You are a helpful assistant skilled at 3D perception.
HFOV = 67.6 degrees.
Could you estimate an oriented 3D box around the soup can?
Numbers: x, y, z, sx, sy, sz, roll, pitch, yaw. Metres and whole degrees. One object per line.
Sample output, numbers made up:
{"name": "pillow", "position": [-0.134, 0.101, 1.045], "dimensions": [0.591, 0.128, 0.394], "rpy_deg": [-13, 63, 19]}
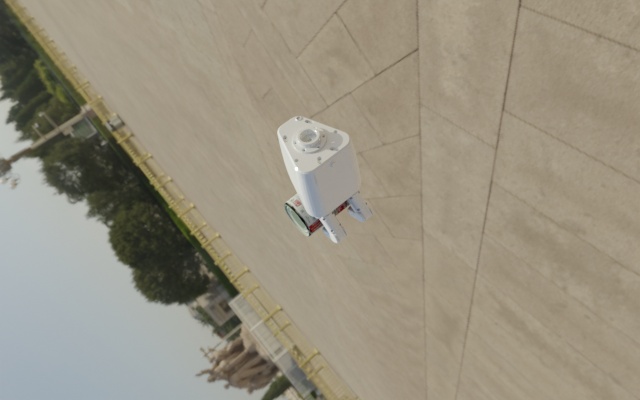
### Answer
{"name": "soup can", "position": [0.000, 0.003, 0.775], "dimensions": [0.102, 0.068, 0.068], "rpy_deg": [-38, 11, -15]}
